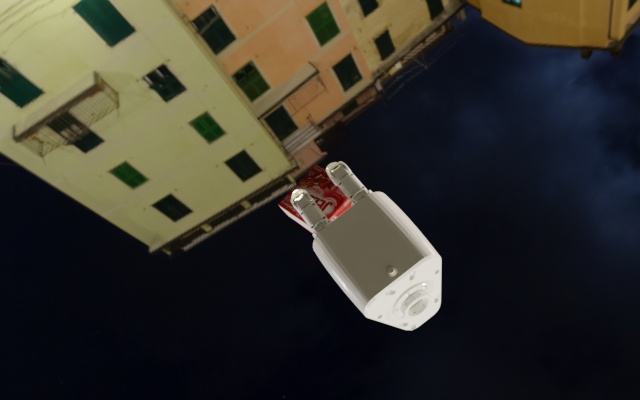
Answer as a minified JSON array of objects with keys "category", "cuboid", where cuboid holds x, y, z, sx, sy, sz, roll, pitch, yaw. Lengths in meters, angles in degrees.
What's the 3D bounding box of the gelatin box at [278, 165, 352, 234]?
[{"category":"gelatin box","cuboid":[0.000,0.002,0.599,0.089,0.073,0.030,32,-15,46]}]
